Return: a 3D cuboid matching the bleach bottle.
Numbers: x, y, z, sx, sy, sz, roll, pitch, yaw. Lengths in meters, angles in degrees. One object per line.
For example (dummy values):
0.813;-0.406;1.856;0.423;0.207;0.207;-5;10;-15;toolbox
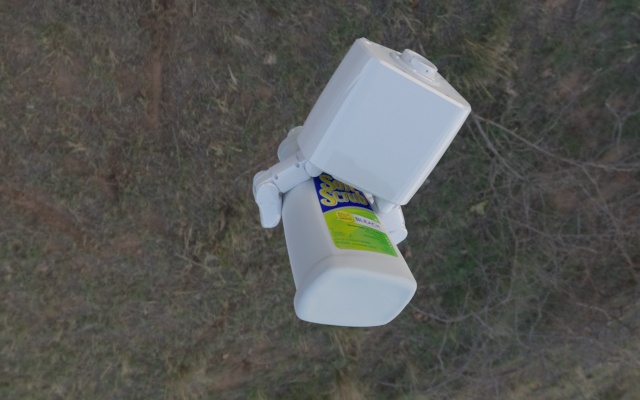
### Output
0.000;0.002;0.468;0.102;0.068;0.250;13;34;-29;bleach bottle
